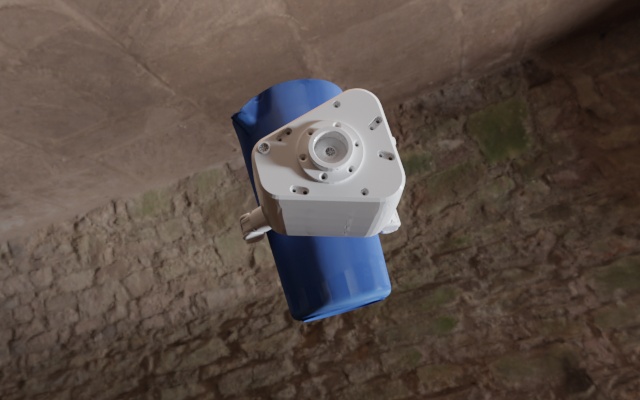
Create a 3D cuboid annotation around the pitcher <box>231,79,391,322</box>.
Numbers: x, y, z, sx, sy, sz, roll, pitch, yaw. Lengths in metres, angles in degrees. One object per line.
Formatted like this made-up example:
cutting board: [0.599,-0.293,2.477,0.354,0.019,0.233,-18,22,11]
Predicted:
pitcher: [0.000,0.002,0.533,0.149,0.242,0.145,-14,-16,-6]
